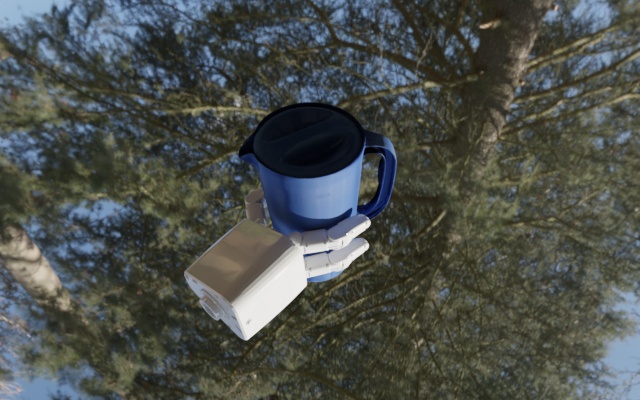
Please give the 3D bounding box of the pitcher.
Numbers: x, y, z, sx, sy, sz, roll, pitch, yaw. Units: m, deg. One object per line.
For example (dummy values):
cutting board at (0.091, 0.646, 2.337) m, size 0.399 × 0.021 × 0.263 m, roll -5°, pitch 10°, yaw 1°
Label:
pitcher at (0.000, 0.002, 0.637) m, size 0.149 × 0.243 × 0.145 m, roll 32°, pitch 58°, yaw 27°
